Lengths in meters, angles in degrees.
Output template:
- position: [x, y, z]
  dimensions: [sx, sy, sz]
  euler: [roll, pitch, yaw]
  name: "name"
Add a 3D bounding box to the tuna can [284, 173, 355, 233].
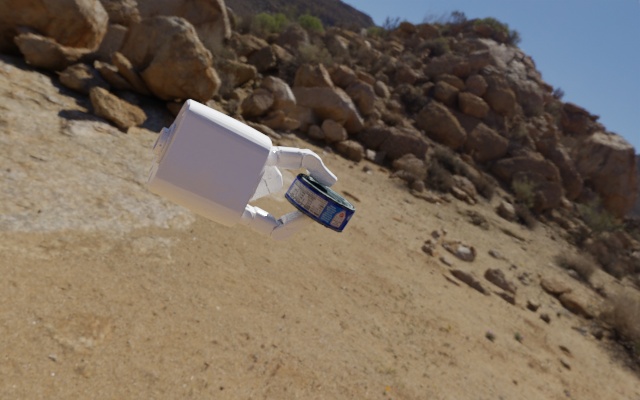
- position: [0.000, 0.001, 0.589]
  dimensions: [0.086, 0.034, 0.086]
  euler: [32, 8, -5]
  name: "tuna can"
